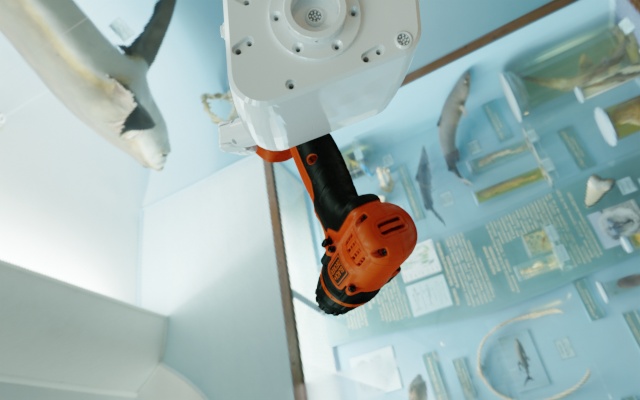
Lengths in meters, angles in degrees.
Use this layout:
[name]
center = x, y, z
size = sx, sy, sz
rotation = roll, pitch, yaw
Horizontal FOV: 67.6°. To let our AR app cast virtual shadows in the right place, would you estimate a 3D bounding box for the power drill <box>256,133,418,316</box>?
[power drill]
center = 0.000, 0.001, 0.416
size = 0.057, 0.187, 0.184
rotation = -21, -20, -23
